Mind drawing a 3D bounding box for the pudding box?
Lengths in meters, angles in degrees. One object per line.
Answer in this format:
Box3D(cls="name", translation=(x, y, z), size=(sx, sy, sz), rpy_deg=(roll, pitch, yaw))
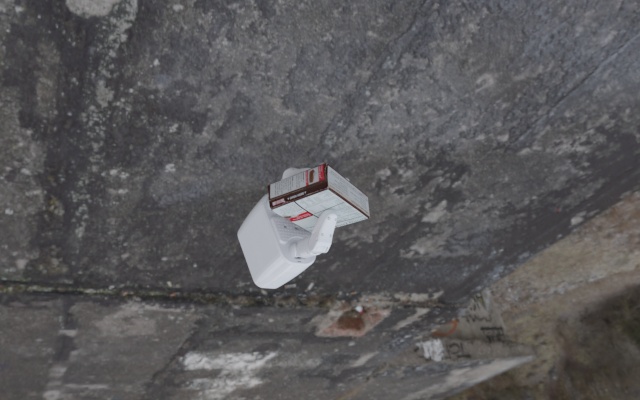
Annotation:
Box3D(cls="pudding box", translation=(0.000, 0.002, 0.618), size=(0.090, 0.039, 0.113), rpy_deg=(-20, -29, 26))
